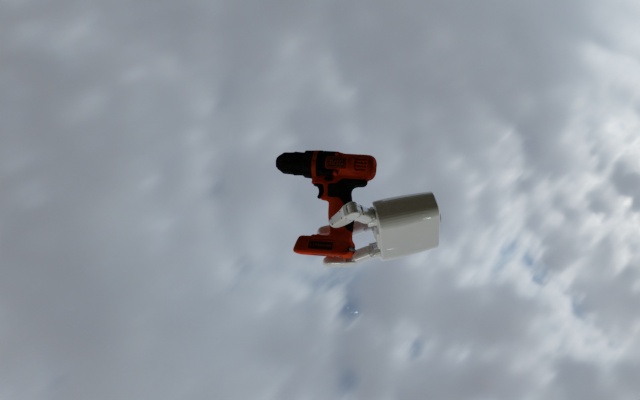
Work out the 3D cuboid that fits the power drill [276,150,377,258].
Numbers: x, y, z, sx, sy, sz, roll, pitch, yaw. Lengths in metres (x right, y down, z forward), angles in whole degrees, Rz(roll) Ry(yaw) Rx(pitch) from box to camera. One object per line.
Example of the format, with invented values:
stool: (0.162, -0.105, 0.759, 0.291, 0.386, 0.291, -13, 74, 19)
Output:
power drill: (0.000, 0.003, 0.839, 0.184, 0.187, 0.057, 4, -9, 16)
